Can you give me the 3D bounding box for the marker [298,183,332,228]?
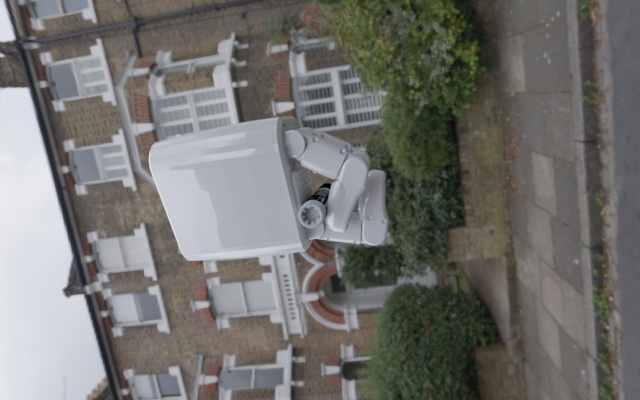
[{"bbox_3d":[0.000,0.001,0.401,0.020,0.020,0.121,0,9,7],"label":"marker"}]
